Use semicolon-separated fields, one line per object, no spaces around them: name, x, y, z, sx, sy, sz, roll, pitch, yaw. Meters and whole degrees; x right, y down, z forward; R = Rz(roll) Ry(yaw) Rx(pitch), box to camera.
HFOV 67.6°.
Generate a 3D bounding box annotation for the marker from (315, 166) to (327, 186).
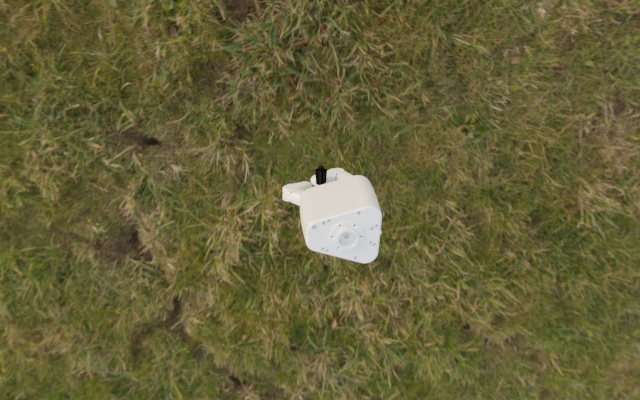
marker;0.000;0.002;0.761;0.020;0.121;0.020;1;25;-1
